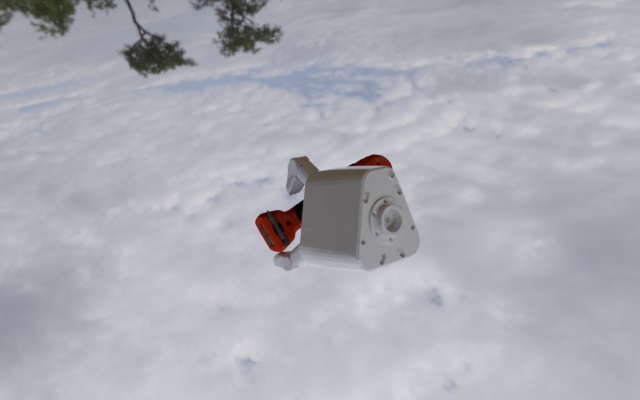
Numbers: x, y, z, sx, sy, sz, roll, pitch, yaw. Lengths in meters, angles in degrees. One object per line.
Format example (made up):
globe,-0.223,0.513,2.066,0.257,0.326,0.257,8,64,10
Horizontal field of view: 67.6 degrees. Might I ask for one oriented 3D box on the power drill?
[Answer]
power drill,0.000,0.002,0.677,0.187,0.057,0.184,-32,-1,-12
